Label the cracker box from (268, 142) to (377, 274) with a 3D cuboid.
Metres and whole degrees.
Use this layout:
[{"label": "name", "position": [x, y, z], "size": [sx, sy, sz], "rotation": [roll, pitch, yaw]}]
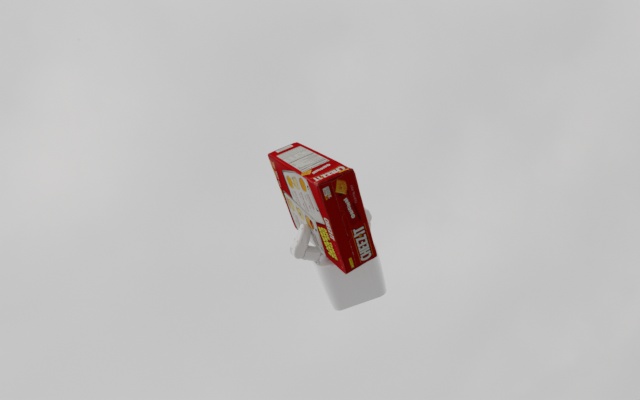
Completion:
[{"label": "cracker box", "position": [0.000, 0.003, 0.808], "size": [0.072, 0.164, 0.213], "rotation": [-27, 27, -17]}]
